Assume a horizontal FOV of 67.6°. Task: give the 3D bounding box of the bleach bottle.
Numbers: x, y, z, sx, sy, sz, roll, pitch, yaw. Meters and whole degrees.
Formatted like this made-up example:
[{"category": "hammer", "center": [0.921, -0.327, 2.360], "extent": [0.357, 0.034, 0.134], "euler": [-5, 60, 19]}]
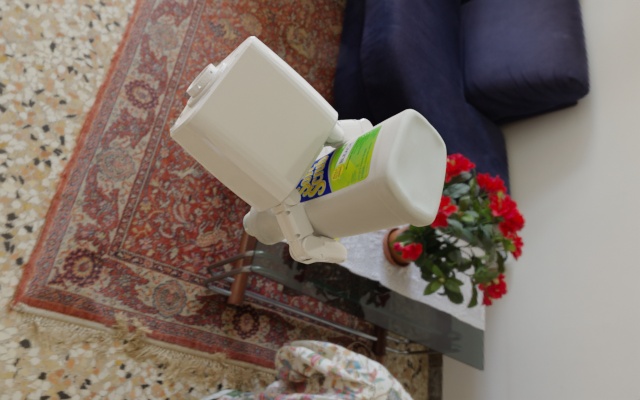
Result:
[{"category": "bleach bottle", "center": [0.000, 0.001, 0.475], "extent": [0.068, 0.102, 0.251], "euler": [40, -39, -25]}]
